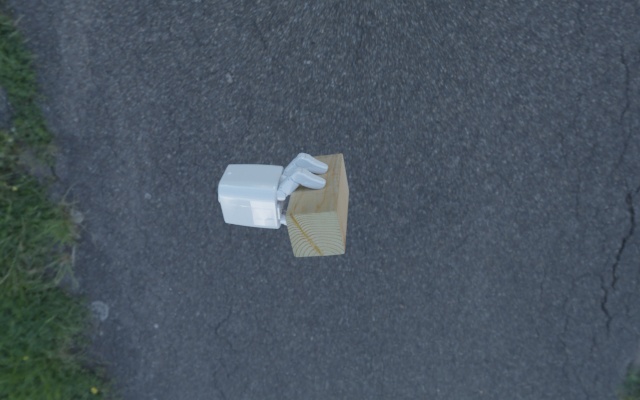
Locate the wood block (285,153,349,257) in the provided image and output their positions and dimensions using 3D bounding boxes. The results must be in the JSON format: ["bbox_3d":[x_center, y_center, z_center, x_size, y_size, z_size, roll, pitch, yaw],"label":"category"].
[{"bbox_3d":[0.000,0.003,0.882,0.090,0.091,0.206,-5,32,9],"label":"wood block"}]
